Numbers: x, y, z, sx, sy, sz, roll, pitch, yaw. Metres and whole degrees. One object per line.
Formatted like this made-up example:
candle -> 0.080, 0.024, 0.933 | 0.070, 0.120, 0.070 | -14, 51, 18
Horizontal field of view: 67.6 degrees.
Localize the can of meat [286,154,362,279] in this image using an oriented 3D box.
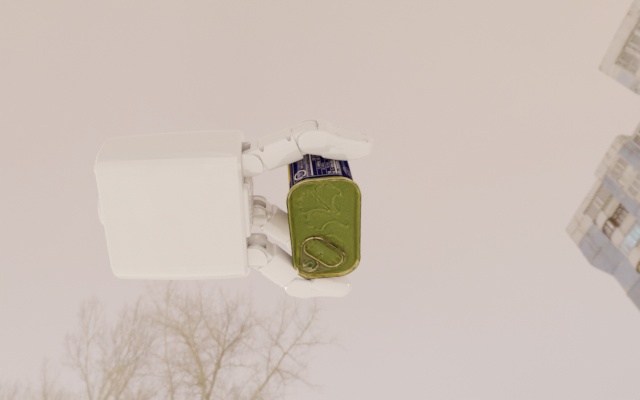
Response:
can of meat -> 0.000, 0.001, 0.411 | 0.057, 0.102, 0.084 | -5, 36, -3
